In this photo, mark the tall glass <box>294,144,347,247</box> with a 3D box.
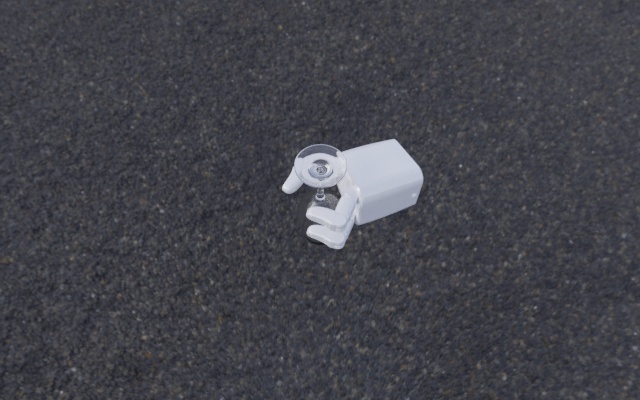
[{"bbox_3d":[0.000,0.002,0.751,0.079,0.079,0.201,0,-31,-1],"label":"tall glass"}]
